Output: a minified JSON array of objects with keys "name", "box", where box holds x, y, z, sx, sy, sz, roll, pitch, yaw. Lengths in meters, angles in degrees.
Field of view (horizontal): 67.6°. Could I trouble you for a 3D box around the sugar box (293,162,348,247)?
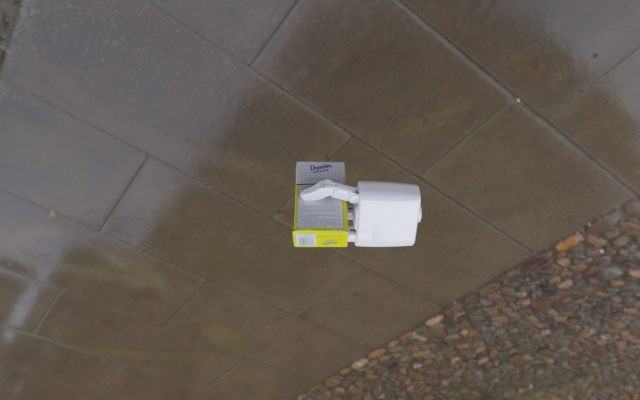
[{"name":"sugar box","box":[0.000,0.003,0.855,0.093,0.048,0.176,1,43,0]}]
